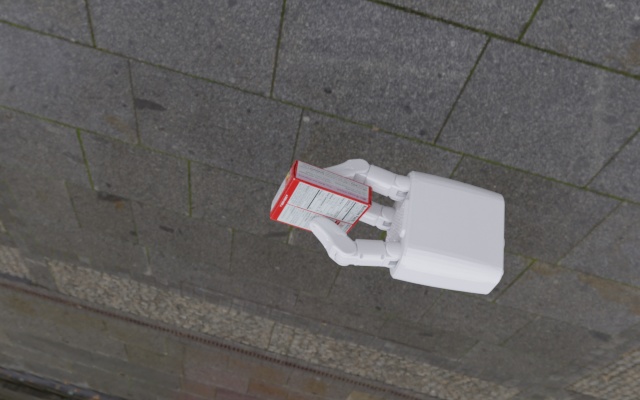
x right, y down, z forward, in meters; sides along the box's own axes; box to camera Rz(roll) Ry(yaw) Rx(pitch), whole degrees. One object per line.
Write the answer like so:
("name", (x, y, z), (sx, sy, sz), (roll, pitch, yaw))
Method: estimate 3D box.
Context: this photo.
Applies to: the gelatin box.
("gelatin box", (0.000, 0.002, 0.507), (0.089, 0.030, 0.073), (18, -41, -15))
